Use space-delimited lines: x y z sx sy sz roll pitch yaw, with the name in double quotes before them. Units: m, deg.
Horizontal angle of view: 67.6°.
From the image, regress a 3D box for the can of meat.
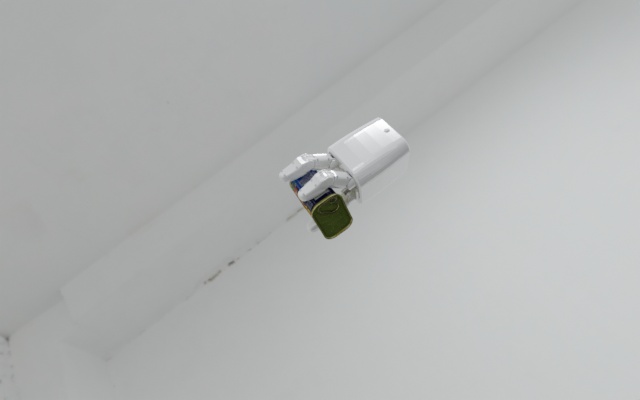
"can of meat" 0.000 0.002 0.793 0.057 0.084 0.102 -36 -37 -4
